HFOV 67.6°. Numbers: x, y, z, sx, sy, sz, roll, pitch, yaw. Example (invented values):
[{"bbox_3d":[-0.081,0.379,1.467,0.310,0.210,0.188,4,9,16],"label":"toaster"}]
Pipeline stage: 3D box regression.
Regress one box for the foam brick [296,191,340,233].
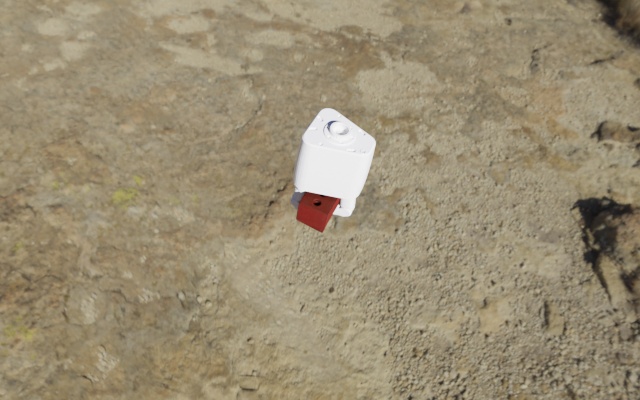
[{"bbox_3d":[0.000,0.003,0.803,0.053,0.078,0.051,25,-37,8],"label":"foam brick"}]
